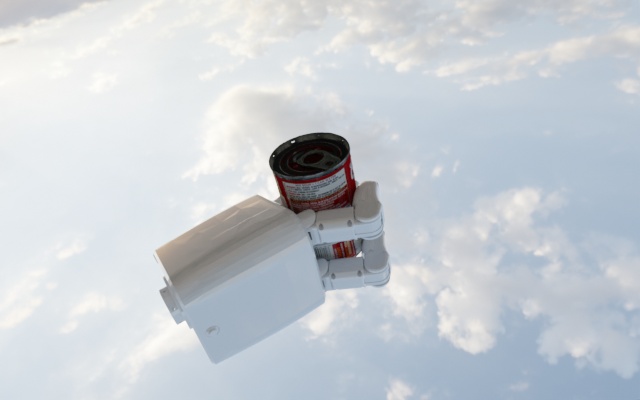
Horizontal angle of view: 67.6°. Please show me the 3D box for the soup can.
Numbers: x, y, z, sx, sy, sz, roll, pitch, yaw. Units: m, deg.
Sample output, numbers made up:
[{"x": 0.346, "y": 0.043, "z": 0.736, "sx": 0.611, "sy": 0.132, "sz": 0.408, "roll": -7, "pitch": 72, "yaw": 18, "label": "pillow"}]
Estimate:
[{"x": 0.000, "y": 0.001, "z": 0.419, "sx": 0.068, "sy": 0.102, "sz": 0.068, "roll": -9, "pitch": 36, "yaw": 6, "label": "soup can"}]
